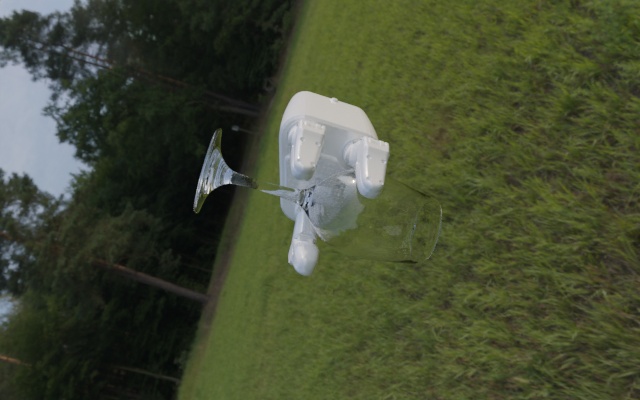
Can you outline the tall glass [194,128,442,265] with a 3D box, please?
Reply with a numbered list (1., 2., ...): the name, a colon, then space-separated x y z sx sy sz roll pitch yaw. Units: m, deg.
1. tall glass: -0.001 0.001 0.413 0.201 0.079 0.079 16 -2 -8
